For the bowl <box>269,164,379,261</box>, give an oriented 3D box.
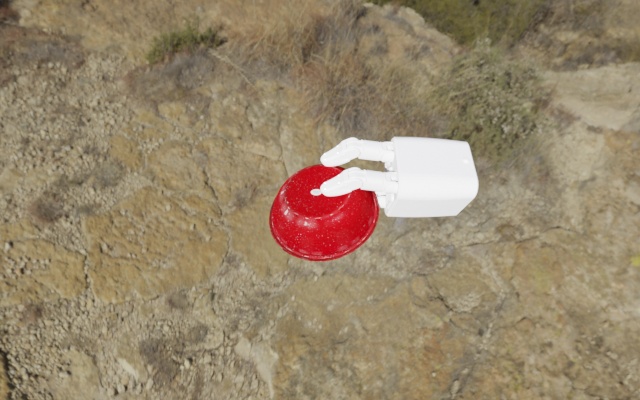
[{"bbox_3d":[-0.001,0.002,0.669,0.162,0.162,0.055,0,-35,12],"label":"bowl"}]
